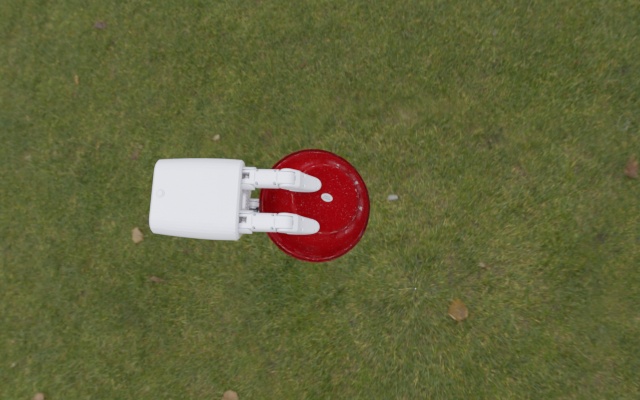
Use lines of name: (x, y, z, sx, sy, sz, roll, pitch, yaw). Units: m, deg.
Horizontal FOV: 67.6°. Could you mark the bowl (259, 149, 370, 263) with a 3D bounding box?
bowl: (0.001, 0.002, 0.646, 0.162, 0.162, 0.055, 0, -9, -15)
